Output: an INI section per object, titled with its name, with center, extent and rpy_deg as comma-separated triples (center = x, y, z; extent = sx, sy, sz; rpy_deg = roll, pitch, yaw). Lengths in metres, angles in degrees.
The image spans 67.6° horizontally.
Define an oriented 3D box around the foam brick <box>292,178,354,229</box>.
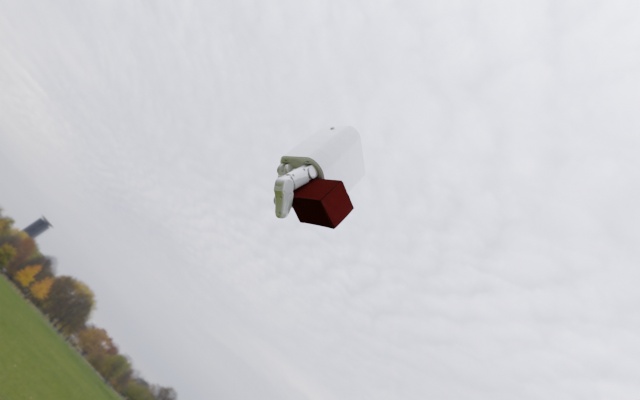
[foam brick]
center = 0.000, 0.002, 0.706
extent = 0.078, 0.053, 0.051
rpy_deg = 9, 42, 47
